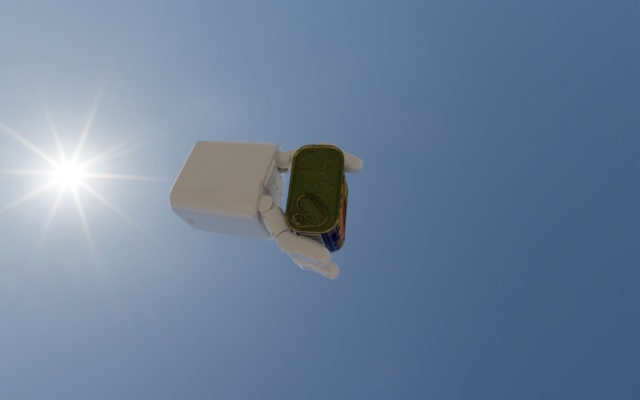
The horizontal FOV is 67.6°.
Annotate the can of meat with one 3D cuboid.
[{"bbox_3d":[0.000,0.002,0.540,0.057,0.102,0.084,2,-23,10],"label":"can of meat"}]
